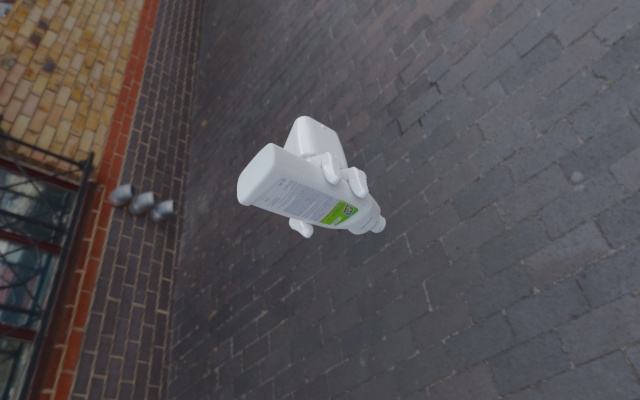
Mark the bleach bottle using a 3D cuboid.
[{"bbox_3d":[0.000,0.002,0.763,0.251,0.068,0.103,25,-52,-31],"label":"bleach bottle"}]
